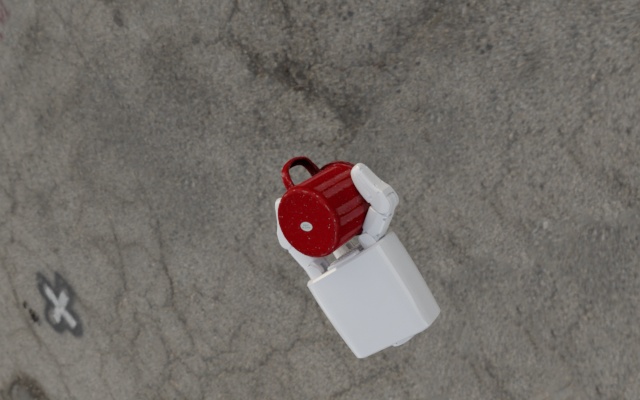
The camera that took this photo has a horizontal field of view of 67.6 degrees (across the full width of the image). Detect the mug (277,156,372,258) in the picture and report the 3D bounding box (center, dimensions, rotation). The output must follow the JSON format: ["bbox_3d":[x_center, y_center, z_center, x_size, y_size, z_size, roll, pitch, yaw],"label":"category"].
[{"bbox_3d":[-0.001,0.001,0.530,0.093,0.117,0.081,-37,-4,40],"label":"mug"}]
